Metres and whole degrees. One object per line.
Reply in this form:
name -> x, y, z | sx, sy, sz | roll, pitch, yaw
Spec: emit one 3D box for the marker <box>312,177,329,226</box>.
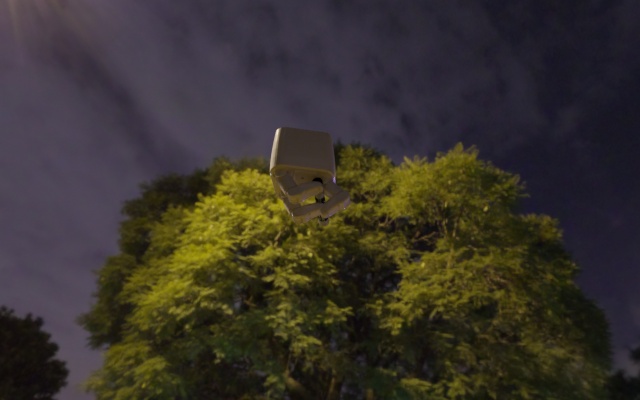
marker -> 0.000, 0.003, 0.845 | 0.020, 0.020, 0.121 | 0, -40, 8
